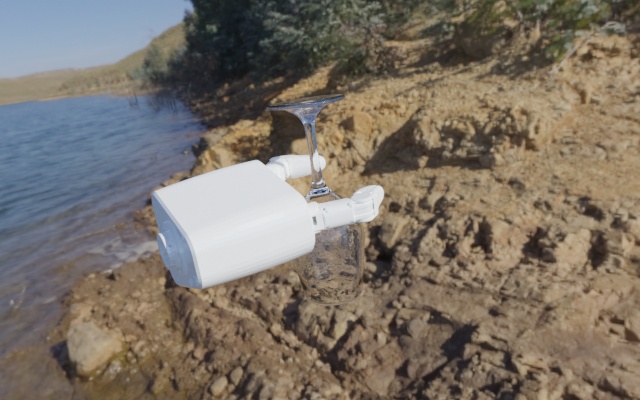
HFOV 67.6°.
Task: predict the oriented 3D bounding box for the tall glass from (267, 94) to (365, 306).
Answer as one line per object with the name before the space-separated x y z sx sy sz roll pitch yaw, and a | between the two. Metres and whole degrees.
tall glass | 0.000 0.001 0.474 0.079 0.201 0.079 -8 17 2
